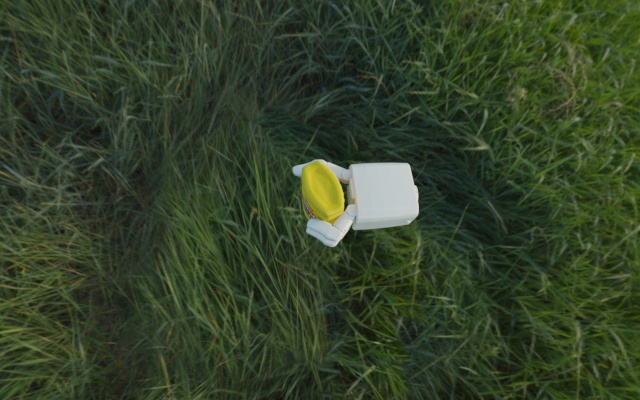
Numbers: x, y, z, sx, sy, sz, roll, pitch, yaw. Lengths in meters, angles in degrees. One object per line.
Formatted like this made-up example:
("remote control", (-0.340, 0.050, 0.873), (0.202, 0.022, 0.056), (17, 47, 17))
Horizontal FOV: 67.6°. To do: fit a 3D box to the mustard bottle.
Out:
("mustard bottle", (0.000, 0.003, 0.854), (0.058, 0.096, 0.192), (-27, -12, -9))
